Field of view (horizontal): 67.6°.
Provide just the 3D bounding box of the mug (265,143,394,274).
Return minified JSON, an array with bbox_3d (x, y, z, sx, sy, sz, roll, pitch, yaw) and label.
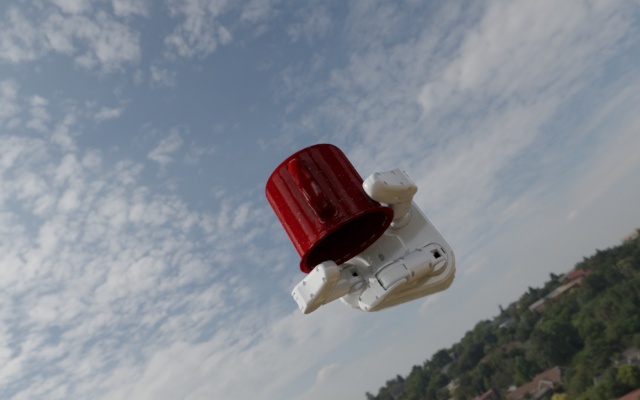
[{"bbox_3d":[-0.001,0.001,0.408,0.093,0.081,0.117,-35,-24,4],"label":"mug"}]
